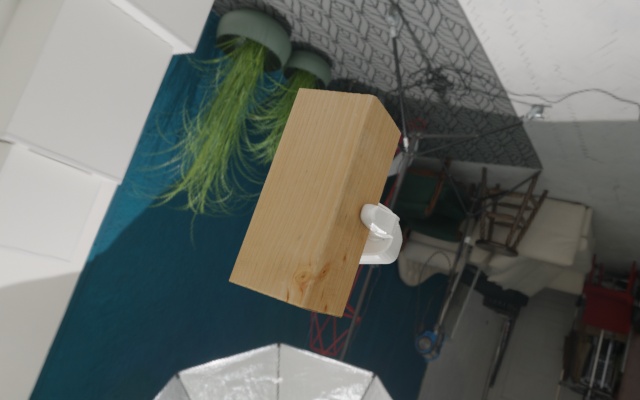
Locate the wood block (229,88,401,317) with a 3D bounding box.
[{"bbox_3d":[0.000,0.002,0.485,0.091,0.206,0.090,13,-11,29],"label":"wood block"}]
